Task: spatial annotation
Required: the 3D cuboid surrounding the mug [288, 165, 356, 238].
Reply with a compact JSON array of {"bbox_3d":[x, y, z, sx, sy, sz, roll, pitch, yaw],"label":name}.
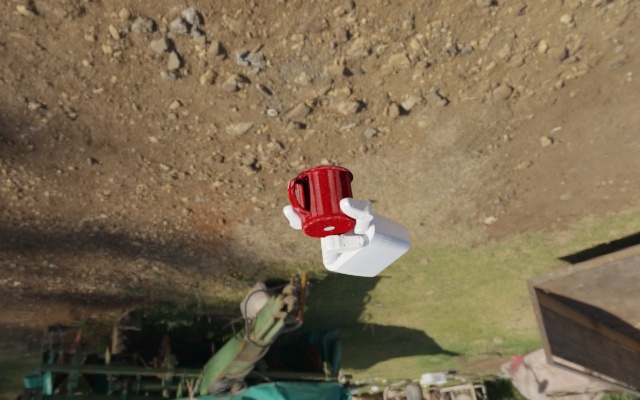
[{"bbox_3d":[-0.001,0.002,0.704,0.093,0.081,0.117,-28,-33,37],"label":"mug"}]
